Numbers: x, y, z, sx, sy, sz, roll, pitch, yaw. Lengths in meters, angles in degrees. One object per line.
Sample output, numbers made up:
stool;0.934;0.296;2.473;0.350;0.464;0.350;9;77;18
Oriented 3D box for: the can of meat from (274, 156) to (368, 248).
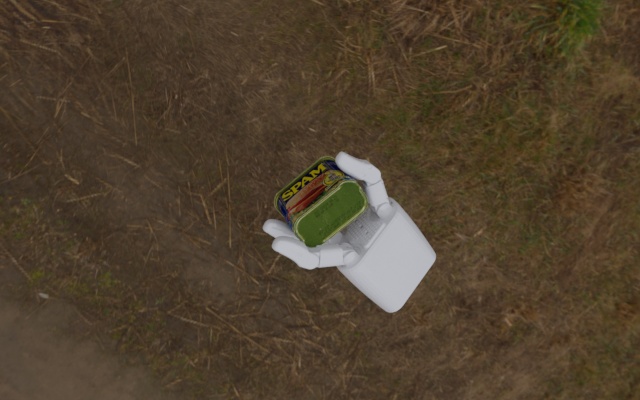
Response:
can of meat;0.000;0.002;0.596;0.102;0.057;0.084;-39;30;0
